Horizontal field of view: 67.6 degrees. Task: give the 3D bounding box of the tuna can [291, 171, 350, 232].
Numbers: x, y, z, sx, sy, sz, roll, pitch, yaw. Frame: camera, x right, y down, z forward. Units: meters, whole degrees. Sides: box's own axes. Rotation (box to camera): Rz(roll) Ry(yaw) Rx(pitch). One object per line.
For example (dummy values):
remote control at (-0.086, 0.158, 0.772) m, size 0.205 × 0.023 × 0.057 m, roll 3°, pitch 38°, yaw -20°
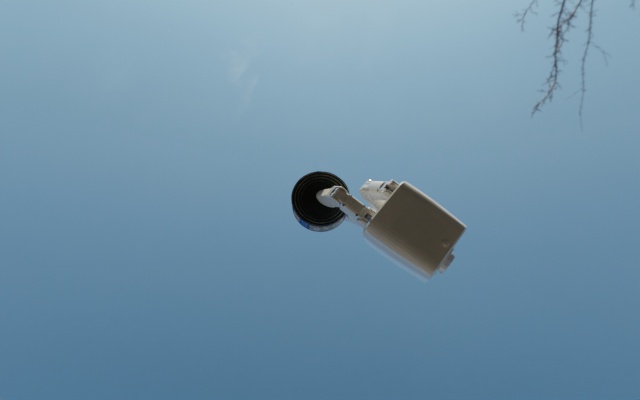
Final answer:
tuna can at (0.000, 0.002, 0.704) m, size 0.086 × 0.086 × 0.034 m, roll 0°, pitch -22°, yaw -2°
